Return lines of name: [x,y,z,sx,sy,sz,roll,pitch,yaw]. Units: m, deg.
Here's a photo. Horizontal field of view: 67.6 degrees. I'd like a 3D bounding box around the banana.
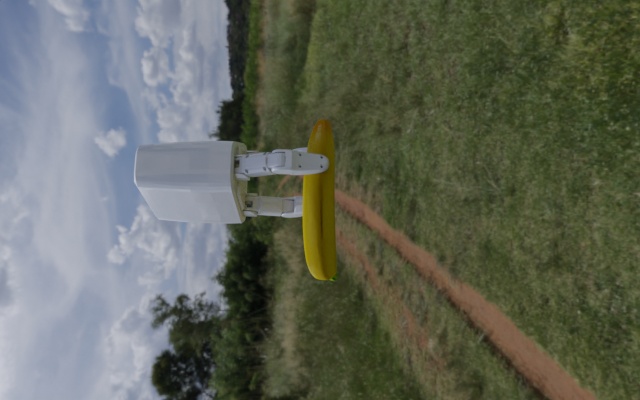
banana: [-0.001,0.009,0.540,0.037,0.198,0.069,-1,13,3]
